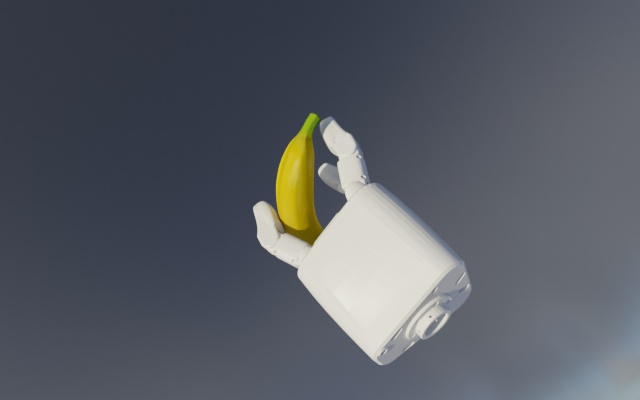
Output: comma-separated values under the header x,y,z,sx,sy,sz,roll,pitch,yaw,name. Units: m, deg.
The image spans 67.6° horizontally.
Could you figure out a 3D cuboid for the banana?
x,y,z,sx,sy,sz,roll,pitch,yaw,name
-0.014,0.009,0.500,0.069,0.198,0.037,-36,53,-27,banana
